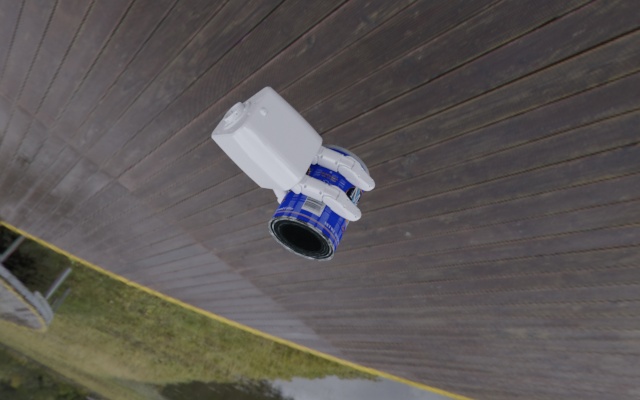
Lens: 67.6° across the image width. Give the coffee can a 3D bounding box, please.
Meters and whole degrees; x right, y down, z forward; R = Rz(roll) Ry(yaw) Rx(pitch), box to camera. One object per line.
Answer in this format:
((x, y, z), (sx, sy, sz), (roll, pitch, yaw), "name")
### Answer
((0.000, 0.002, 0.701), (0.103, 0.140, 0.103), (20, -31, 13), "coffee can")
